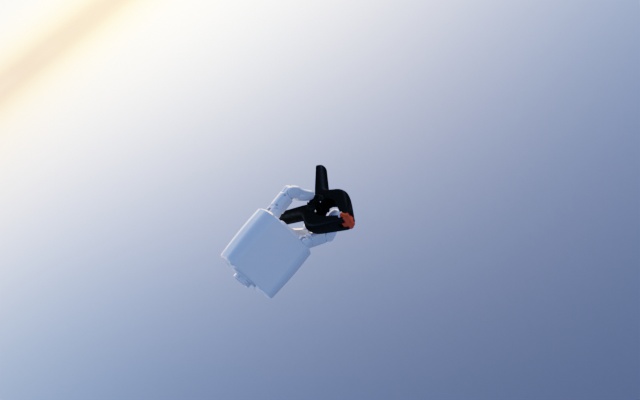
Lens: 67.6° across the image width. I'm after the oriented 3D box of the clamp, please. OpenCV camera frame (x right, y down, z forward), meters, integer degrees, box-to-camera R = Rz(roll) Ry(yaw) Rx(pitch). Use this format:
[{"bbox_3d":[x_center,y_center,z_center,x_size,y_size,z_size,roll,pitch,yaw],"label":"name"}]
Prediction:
[{"bbox_3d":[0.000,0.003,0.864,0.210,0.164,0.036,14,-31,53],"label":"clamp"}]
